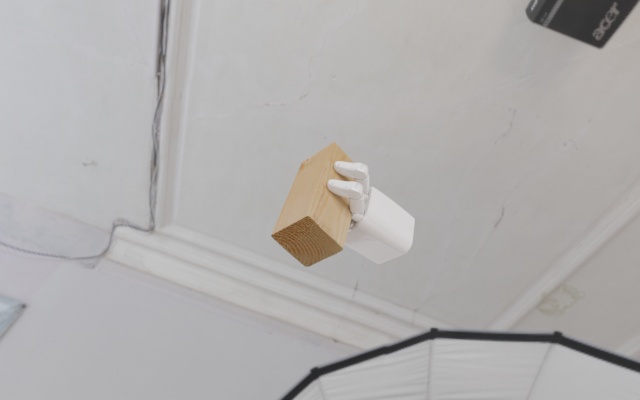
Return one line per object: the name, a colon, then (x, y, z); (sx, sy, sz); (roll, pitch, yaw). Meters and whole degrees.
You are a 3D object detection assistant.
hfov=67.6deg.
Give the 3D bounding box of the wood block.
wood block: (0.000, 0.003, 0.846); (0.091, 0.090, 0.206); (-30, 26, 34)
